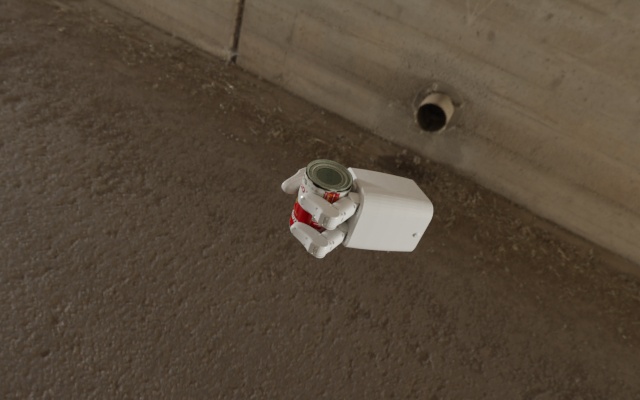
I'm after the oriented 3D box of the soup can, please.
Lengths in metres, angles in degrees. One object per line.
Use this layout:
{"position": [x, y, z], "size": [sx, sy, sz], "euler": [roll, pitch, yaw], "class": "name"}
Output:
{"position": [0.000, 0.002, 0.667], "size": [0.068, 0.102, 0.068], "euler": [11, 40, -10], "class": "soup can"}
